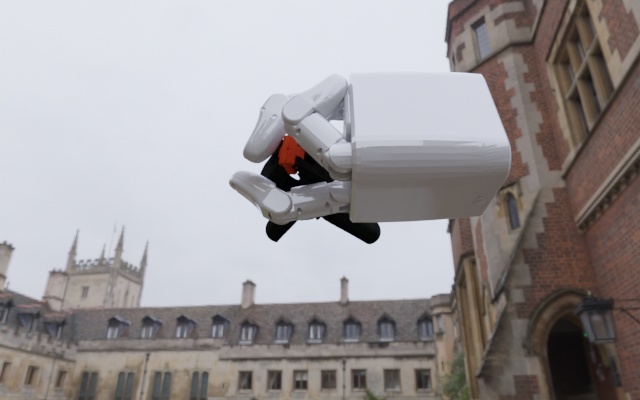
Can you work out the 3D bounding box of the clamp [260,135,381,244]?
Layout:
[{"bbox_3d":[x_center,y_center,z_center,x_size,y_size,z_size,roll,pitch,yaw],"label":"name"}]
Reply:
[{"bbox_3d":[0.000,0.001,0.440,0.120,0.039,0.171,-1,-25,1],"label":"clamp"}]
